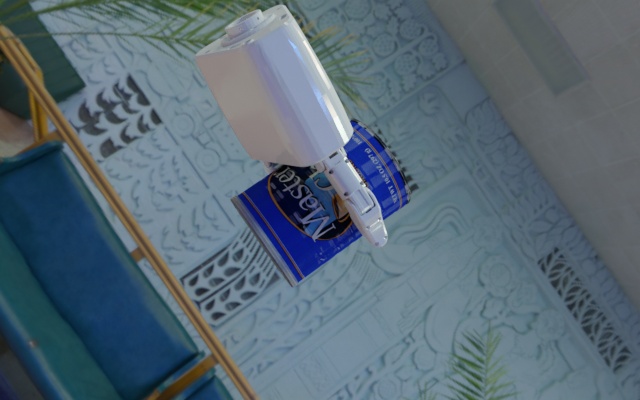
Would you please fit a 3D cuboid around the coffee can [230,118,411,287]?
[{"bbox_3d":[0.000,0.002,0.463,0.140,0.103,0.103,-35,7,-10],"label":"coffee can"}]
